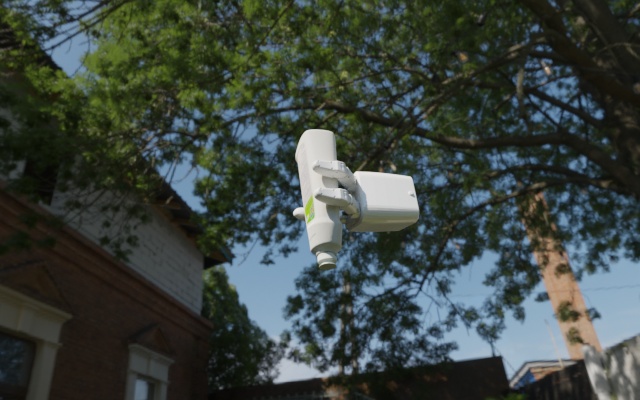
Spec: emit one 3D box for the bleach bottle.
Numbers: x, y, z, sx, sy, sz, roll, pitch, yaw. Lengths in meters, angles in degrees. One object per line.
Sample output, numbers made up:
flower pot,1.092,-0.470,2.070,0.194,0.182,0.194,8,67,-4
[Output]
bleach bottle,0.000,0.003,0.831,0.068,0.250,0.103,2,-31,-12
